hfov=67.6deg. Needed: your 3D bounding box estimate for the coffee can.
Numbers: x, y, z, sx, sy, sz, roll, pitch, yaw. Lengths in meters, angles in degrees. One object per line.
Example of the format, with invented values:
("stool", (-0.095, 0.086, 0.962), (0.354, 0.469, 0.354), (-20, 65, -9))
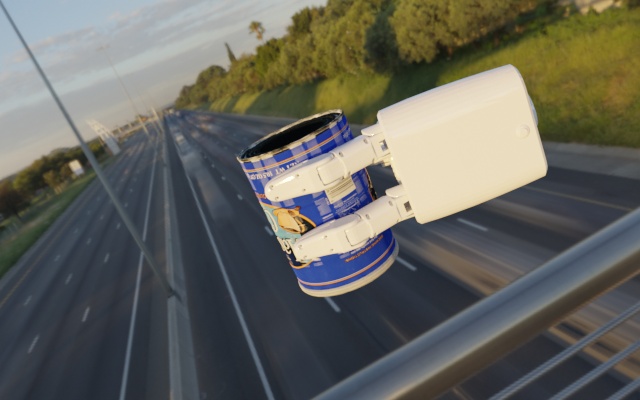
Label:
("coffee can", (0.000, 0.002, 0.441), (0.103, 0.140, 0.102), (-22, 18, 7))
